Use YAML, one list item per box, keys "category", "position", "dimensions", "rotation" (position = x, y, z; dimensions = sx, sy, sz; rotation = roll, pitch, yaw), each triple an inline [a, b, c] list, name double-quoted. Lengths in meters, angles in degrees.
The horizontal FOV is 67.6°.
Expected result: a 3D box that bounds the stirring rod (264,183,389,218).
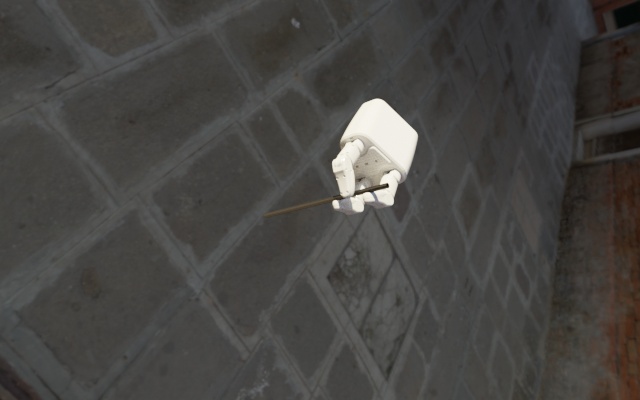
- category: "stirring rod"
  position: [0.000, 0.002, 0.730]
  dimensions: [0.239, 0.011, 0.011]
  rotation: [-14, -9, 37]
